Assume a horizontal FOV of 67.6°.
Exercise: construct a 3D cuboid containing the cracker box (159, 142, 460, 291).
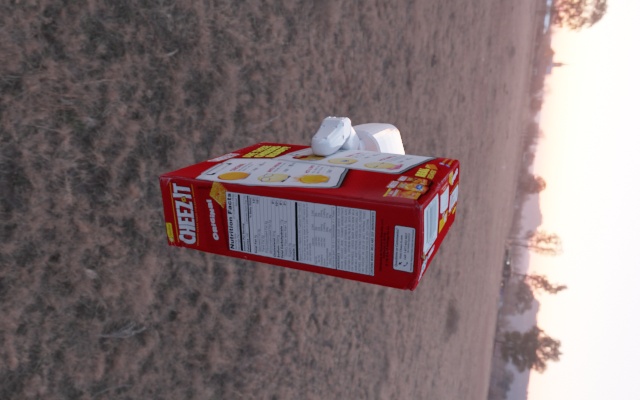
[{"bbox_3d":[0.000,0.001,0.418,0.213,0.072,0.164,7,18,23],"label":"cracker box"}]
